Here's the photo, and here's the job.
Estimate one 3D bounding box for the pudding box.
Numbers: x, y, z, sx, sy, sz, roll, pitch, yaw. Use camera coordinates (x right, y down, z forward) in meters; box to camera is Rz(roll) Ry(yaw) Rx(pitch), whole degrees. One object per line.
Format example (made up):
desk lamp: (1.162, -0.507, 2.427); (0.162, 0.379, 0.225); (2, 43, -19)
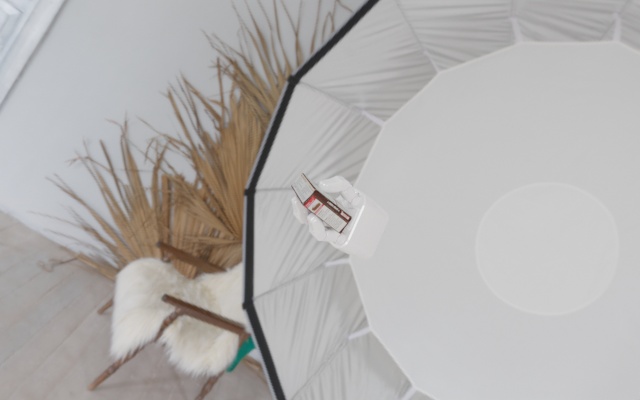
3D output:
pudding box: (0.000, 0.003, 0.840); (0.090, 0.039, 0.113); (37, 4, -21)
